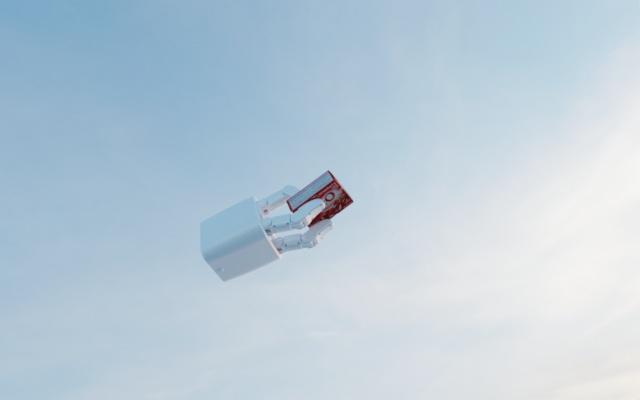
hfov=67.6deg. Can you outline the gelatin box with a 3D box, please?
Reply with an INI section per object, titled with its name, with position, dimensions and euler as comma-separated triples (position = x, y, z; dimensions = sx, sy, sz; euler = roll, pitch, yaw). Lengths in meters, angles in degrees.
[gelatin box]
position = 0.000, 0.002, 0.784
dimensions = 0.089, 0.030, 0.073
euler = -37, -43, 6
